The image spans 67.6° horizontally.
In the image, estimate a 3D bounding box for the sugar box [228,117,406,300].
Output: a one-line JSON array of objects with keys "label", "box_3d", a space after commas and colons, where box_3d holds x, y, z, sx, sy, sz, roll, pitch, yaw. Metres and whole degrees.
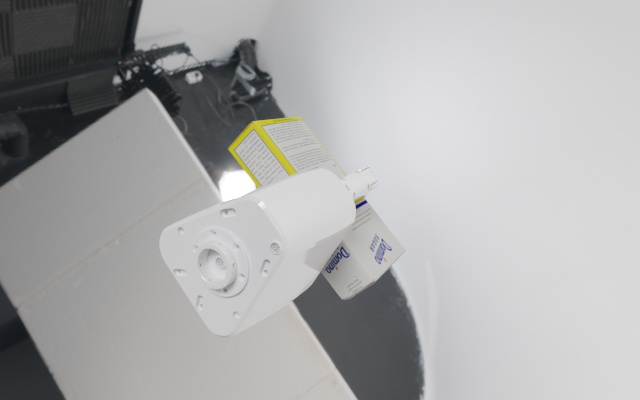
[{"label": "sugar box", "box_3d": [0.000, 0.002, 0.456, 0.048, 0.176, 0.093, -39, -7, 29]}]
